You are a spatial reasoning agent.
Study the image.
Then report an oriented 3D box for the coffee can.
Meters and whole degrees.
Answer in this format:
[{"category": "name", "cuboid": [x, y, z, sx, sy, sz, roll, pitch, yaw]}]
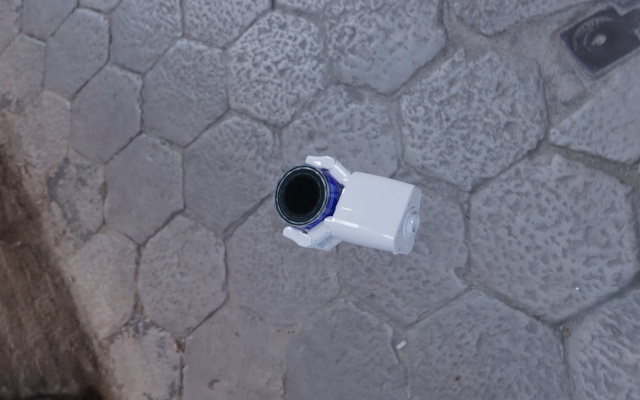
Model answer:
[{"category": "coffee can", "cuboid": [0.000, 0.003, 0.812, 0.103, 0.103, 0.140, 0, -9, 28]}]
